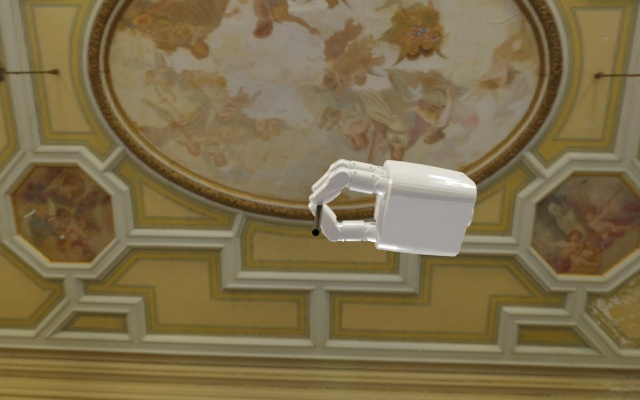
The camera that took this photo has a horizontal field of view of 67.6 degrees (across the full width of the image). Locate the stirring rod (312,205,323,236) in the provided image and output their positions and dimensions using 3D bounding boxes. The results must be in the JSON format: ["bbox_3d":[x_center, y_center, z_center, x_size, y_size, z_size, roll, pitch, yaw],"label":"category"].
[{"bbox_3d":[0.000,0.002,0.612,0.011,0.011,0.239,0,15,3],"label":"stirring rod"}]
